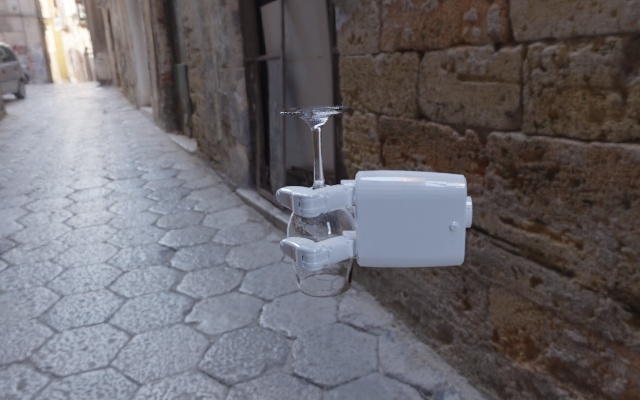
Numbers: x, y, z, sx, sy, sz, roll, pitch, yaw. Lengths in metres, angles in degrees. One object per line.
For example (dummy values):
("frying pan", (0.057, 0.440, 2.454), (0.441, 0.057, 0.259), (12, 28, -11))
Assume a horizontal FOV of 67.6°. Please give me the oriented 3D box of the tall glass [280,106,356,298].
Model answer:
("tall glass", (0.000, 0.001, 0.521), (0.079, 0.201, 0.079), (-2, 16, 1))
